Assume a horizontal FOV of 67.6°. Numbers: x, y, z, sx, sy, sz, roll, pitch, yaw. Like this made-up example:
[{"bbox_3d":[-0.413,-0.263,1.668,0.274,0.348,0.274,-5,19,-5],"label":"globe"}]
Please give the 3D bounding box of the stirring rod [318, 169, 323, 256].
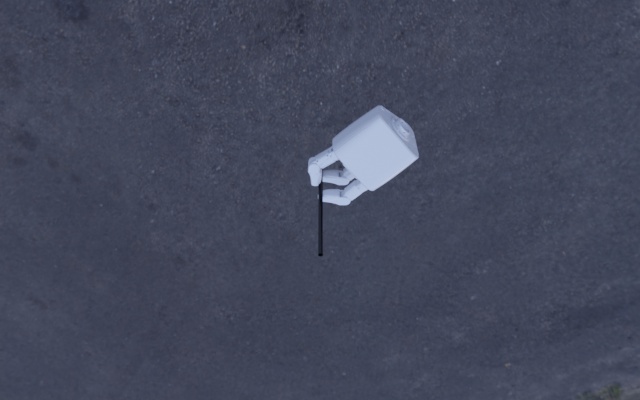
[{"bbox_3d":[0.000,0.003,0.857,0.011,0.239,0.011,0,-45,0],"label":"stirring rod"}]
